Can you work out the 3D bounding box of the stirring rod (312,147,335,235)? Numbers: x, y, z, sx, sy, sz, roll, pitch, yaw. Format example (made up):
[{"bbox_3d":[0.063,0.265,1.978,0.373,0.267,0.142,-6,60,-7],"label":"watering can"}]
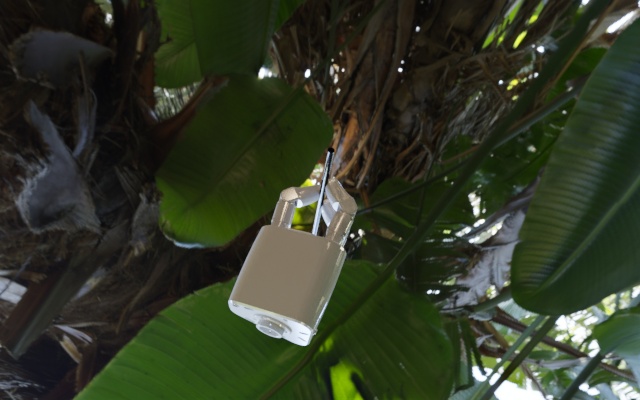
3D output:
[{"bbox_3d":[0.000,0.002,0.651,0.011,0.011,0.240,0,-30,-7],"label":"stirring rod"}]
